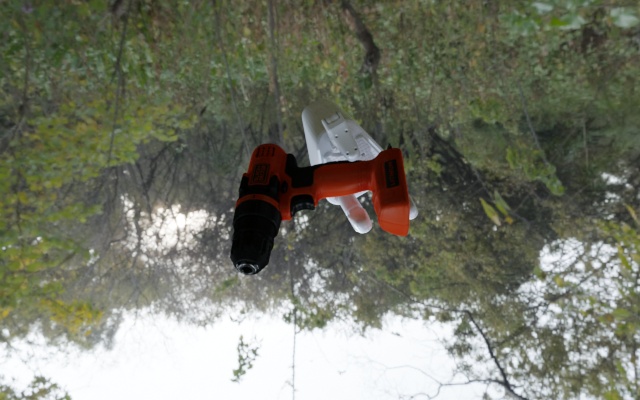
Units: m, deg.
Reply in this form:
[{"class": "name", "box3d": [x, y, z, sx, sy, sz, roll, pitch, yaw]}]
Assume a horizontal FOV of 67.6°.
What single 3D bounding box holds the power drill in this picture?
[{"class": "power drill", "box3d": [0.001, 0.002, 0.523, 0.187, 0.184, 0.057, -1, -44, 4]}]
